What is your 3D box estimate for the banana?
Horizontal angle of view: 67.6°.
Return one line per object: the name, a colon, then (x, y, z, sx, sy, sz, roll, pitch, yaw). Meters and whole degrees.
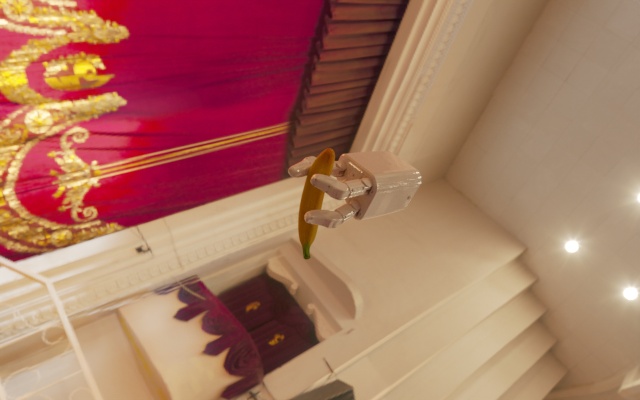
banana: (-0.008, -0.002, 0.810, 0.037, 0.198, 0.069, 0, 24, -25)
